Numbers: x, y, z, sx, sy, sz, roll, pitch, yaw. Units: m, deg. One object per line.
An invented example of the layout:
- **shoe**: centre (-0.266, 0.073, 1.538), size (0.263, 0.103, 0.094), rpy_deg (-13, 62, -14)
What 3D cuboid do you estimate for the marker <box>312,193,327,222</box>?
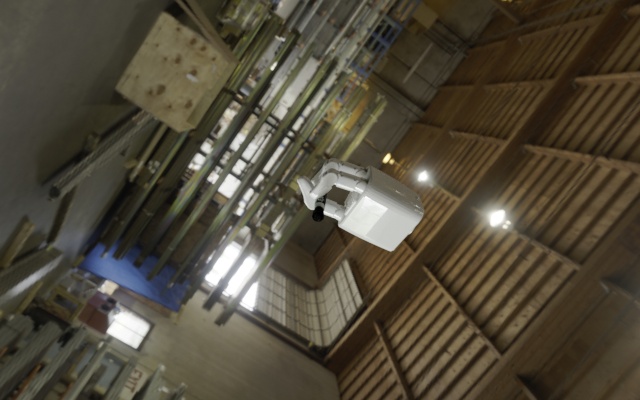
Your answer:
- **marker**: centre (0.000, 0.003, 0.783), size (0.020, 0.020, 0.121), rpy_deg (0, 24, 4)
